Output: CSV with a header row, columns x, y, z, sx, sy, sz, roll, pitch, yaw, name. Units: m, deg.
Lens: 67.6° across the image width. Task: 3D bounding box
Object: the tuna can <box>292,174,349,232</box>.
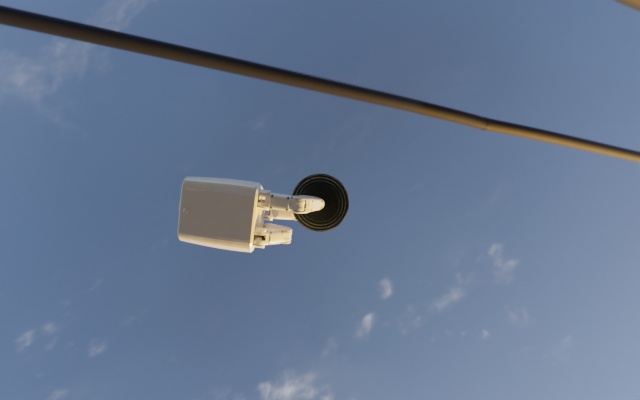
x,y,z,sx,sy,sz,roll,pitch,yaw,name
0.000,0.002,0.715,0.086,0.086,0.034,0,5,3,tuna can
